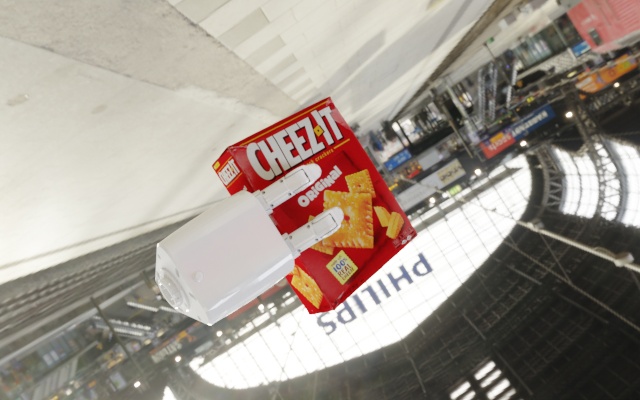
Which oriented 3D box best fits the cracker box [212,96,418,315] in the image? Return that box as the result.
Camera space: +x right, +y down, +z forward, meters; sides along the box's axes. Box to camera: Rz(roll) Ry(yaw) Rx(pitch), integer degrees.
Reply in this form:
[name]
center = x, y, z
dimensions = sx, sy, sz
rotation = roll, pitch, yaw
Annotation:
[cracker box]
center = 0.000, 0.002, 0.579
dimensions = 0.164, 0.213, 0.072
rotation = -34, 2, -33
